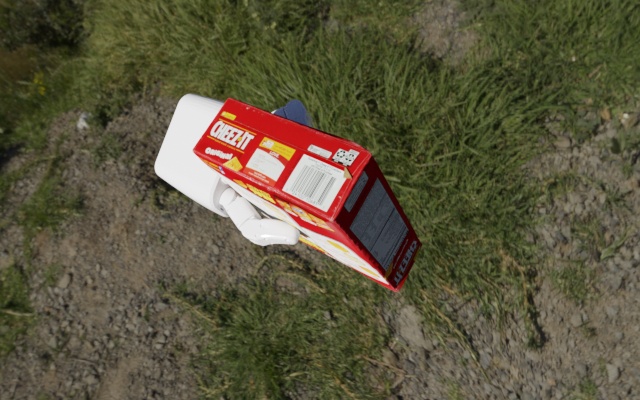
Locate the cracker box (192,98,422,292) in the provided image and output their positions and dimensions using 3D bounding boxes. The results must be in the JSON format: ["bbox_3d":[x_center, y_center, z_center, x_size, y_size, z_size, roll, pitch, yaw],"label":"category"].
[{"bbox_3d":[0.000,0.002,0.480,0.164,0.072,0.214,25,-12,31],"label":"cracker box"}]
